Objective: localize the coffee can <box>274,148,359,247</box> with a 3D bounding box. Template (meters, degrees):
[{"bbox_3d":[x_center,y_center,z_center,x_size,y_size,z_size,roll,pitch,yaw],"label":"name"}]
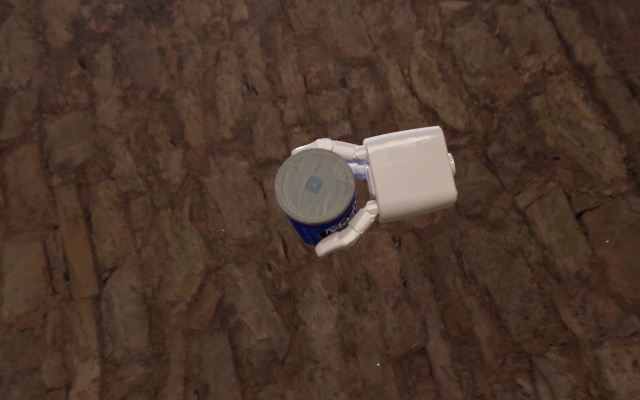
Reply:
[{"bbox_3d":[0.000,0.002,0.667,0.103,0.102,0.140,0,-19,7],"label":"coffee can"}]
